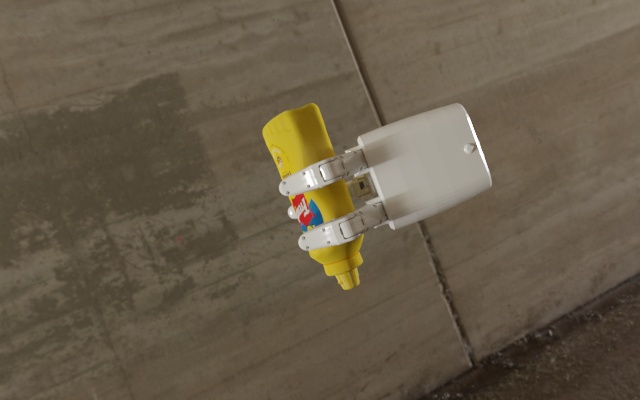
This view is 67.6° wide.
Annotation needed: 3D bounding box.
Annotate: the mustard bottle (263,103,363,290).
[{"bbox_3d":[0.000,0.002,0.502,0.058,0.191,0.096,-22,2,-21],"label":"mustard bottle"}]
